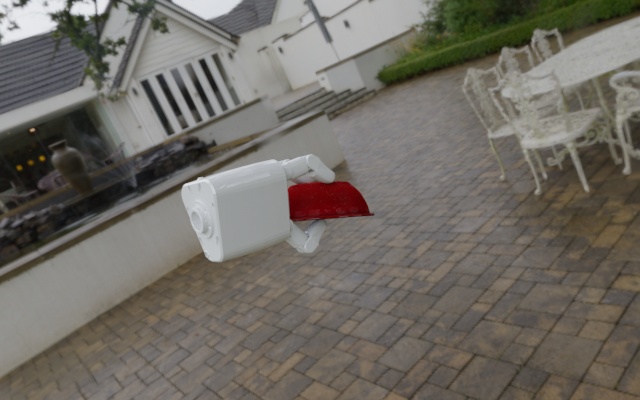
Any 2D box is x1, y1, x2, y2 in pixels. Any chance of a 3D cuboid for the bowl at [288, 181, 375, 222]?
[{"bbox_3d":[0.001,0.002,0.730,0.162,0.055,0.162,-4,-3,0],"label":"bowl"}]
